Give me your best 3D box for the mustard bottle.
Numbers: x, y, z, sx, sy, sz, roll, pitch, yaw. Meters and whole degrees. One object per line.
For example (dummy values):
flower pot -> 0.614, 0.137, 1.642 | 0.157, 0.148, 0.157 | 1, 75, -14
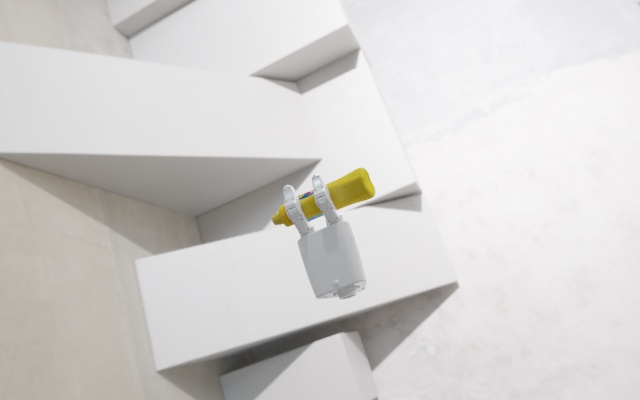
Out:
mustard bottle -> 0.000, 0.002, 0.855 | 0.191, 0.058, 0.096 | -23, 3, 14
